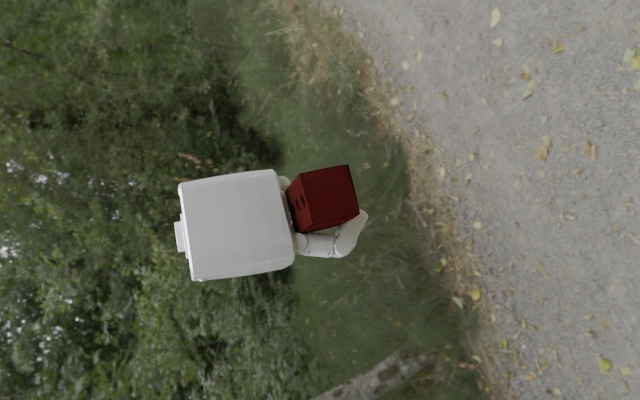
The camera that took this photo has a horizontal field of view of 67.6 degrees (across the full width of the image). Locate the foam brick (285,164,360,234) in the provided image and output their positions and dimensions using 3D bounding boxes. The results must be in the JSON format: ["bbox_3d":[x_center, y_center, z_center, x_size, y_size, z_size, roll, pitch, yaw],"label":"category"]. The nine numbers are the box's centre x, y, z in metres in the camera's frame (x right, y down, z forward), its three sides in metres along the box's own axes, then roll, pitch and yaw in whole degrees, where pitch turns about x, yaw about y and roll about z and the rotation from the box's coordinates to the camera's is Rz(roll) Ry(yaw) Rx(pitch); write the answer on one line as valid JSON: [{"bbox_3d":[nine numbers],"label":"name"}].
[{"bbox_3d":[0.000,0.001,0.492,0.051,0.053,0.078,-11,-10,-17],"label":"foam brick"}]
